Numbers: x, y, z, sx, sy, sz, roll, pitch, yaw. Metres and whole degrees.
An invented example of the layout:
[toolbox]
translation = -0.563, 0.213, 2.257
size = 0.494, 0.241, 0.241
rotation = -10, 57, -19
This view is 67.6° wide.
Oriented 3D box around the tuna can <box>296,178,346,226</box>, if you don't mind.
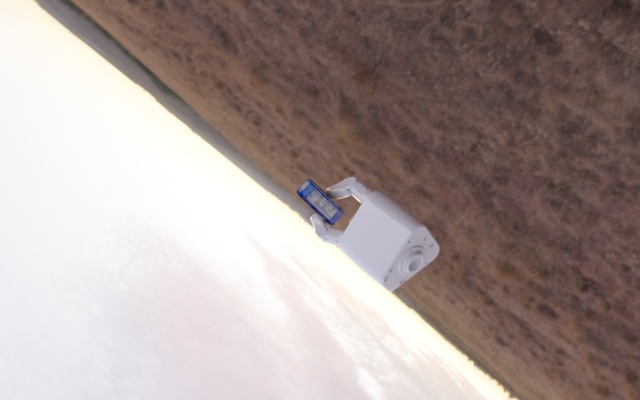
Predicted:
[tuna can]
translation = 0.000, 0.003, 0.799
size = 0.086, 0.034, 0.086
rotation = 43, 1, -1
